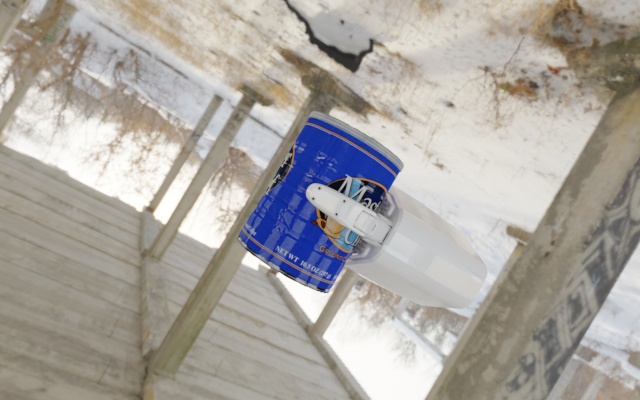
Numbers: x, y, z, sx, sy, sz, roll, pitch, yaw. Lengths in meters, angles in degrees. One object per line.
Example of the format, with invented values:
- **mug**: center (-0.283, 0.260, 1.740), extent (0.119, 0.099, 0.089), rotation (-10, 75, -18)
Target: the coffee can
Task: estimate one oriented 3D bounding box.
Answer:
- **coffee can**: center (0.000, 0.001, 0.456), extent (0.103, 0.140, 0.103), rotation (31, 0, 0)
